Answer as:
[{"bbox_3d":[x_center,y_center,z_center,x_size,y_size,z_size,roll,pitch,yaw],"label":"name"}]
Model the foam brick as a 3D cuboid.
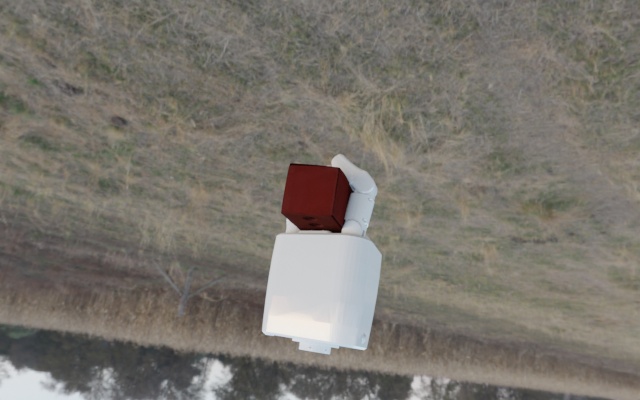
[{"bbox_3d":[0.000,0.001,0.484,0.053,0.051,0.078,5,-17,18],"label":"foam brick"}]
